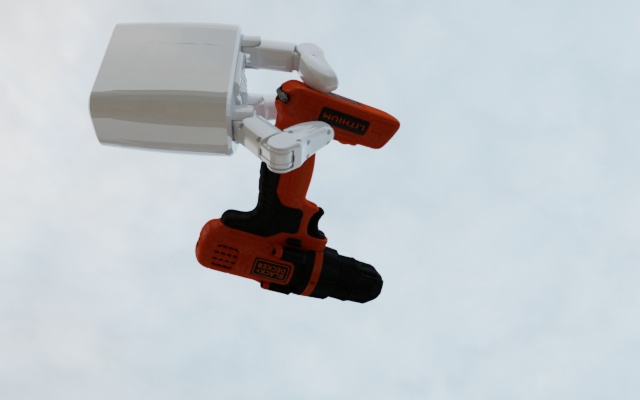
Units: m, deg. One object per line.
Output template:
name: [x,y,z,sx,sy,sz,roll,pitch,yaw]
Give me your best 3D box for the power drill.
power drill: [0.000,0.001,0.429,0.184,0.188,0.057,17,16,-18]
